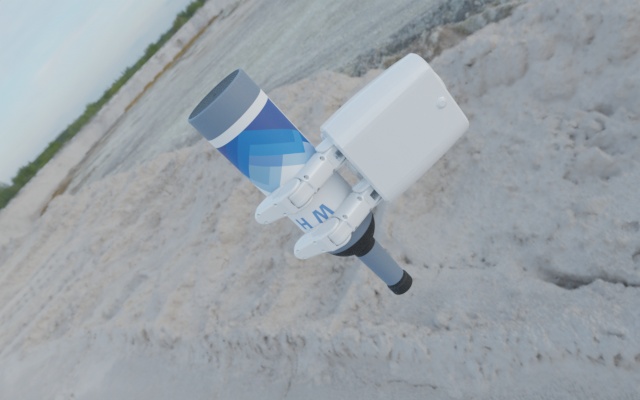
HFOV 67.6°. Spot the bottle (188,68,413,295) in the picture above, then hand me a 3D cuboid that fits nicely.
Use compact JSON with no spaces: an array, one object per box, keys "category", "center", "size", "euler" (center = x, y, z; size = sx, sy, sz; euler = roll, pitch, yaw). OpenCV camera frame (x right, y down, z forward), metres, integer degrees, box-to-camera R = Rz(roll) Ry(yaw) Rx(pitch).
[{"category":"bottle","center":[0.000,0.001,0.481],"size":[0.296,0.069,0.069],"euler":[45,-23,-25]}]
